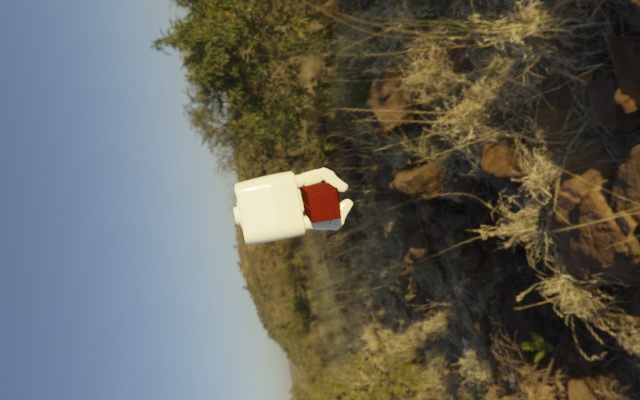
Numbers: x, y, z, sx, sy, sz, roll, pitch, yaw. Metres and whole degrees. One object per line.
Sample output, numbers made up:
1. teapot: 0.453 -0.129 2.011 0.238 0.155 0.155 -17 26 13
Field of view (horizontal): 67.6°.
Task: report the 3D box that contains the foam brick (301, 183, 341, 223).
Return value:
1. foam brick: 0.000 0.003 0.814 0.051 0.053 0.078 -10 10 -9
